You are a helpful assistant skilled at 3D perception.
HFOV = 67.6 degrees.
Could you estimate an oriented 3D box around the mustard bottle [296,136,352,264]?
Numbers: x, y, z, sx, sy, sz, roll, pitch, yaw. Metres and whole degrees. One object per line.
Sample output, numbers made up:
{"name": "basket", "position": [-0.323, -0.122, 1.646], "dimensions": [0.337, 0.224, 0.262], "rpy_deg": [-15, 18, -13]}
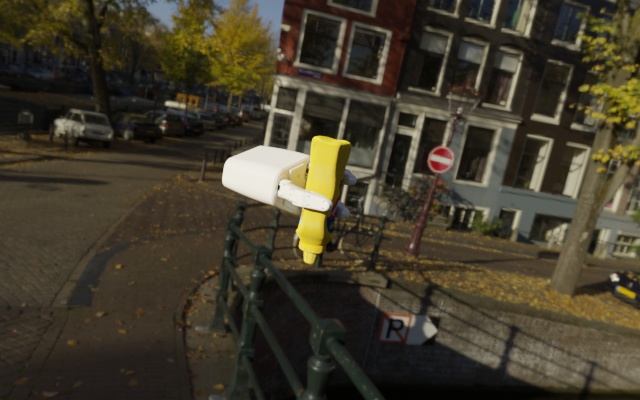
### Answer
{"name": "mustard bottle", "position": [0.000, 0.002, 0.717], "dimensions": [0.058, 0.192, 0.096], "rpy_deg": [12, 11, 4]}
